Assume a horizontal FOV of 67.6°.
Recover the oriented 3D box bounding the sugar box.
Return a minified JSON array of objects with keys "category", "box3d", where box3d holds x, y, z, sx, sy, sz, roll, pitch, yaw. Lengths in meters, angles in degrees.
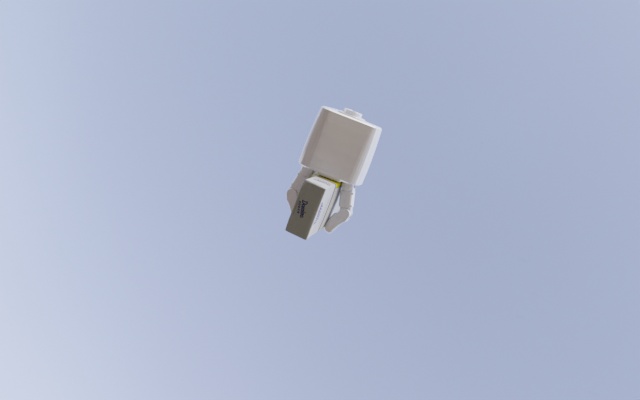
[{"category":"sugar box","box3d":[0.000,0.002,0.831,0.048,0.093,0.176,25,14,14]}]
